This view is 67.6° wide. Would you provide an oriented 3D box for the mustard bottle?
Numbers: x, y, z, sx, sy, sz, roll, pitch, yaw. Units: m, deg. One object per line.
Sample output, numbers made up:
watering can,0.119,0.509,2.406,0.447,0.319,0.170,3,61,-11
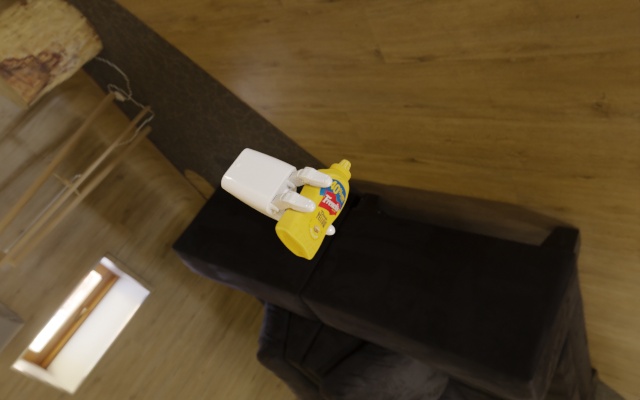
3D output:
mustard bottle,0.000,0.003,0.849,0.058,0.191,0.096,13,-31,39
